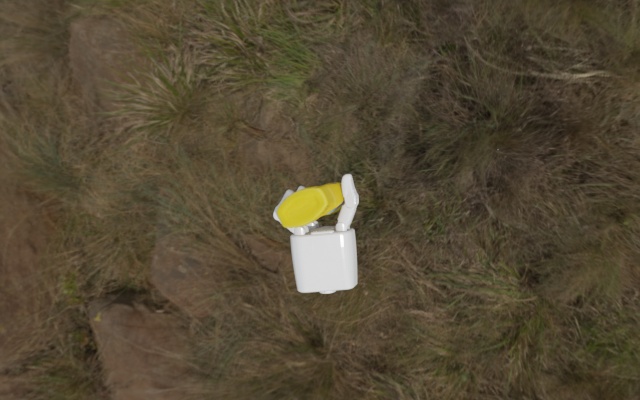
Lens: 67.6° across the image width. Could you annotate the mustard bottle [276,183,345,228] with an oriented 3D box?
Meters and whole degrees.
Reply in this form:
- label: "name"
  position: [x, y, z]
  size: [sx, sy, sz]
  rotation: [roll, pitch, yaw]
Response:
- label: "mustard bottle"
  position: [0.000, 0.003, 0.874]
  size: [0.096, 0.058, 0.191]
  rotation: [-30, -5, 21]
